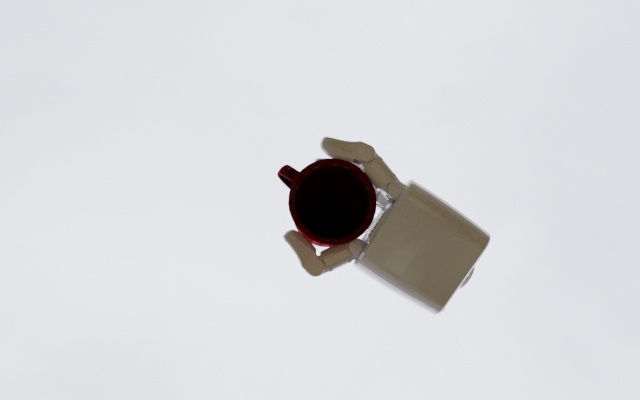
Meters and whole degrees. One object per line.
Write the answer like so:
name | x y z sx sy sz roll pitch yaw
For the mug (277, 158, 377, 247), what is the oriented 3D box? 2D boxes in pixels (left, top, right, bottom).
mug | -0.001 0.001 0.537 0.117 0.093 0.081 34 -12 3
